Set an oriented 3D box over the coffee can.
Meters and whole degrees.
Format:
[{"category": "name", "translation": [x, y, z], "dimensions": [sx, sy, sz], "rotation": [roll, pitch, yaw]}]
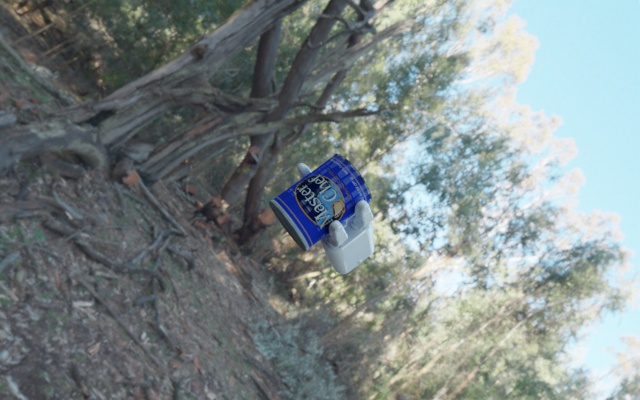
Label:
[{"category": "coffee can", "translation": [0.000, 0.003, 0.801], "dimensions": [0.140, 0.103, 0.103], "rotation": [-36, 8, -11]}]
